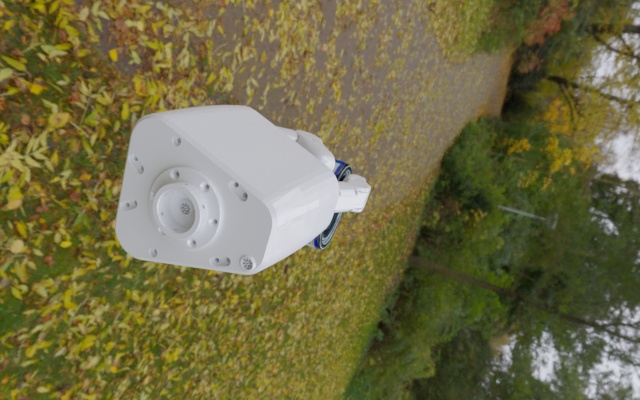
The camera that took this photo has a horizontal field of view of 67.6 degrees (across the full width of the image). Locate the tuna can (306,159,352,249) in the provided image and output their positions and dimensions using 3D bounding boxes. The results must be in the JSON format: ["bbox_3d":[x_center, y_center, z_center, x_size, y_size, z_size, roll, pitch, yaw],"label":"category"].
[{"bbox_3d":[0.001,0.002,0.448,0.034,0.086,0.086,18,4,13],"label":"tuna can"}]
